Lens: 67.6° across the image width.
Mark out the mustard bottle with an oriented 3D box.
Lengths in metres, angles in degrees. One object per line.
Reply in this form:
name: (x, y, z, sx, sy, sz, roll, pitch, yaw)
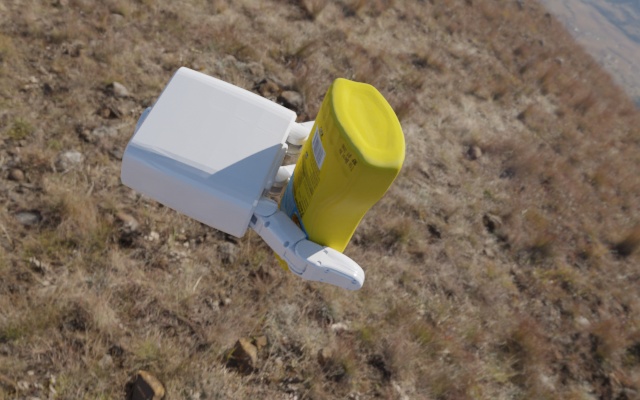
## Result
mustard bottle: (0.000, 0.001, 0.402, 0.058, 0.096, 0.192, 5, -42, -23)
